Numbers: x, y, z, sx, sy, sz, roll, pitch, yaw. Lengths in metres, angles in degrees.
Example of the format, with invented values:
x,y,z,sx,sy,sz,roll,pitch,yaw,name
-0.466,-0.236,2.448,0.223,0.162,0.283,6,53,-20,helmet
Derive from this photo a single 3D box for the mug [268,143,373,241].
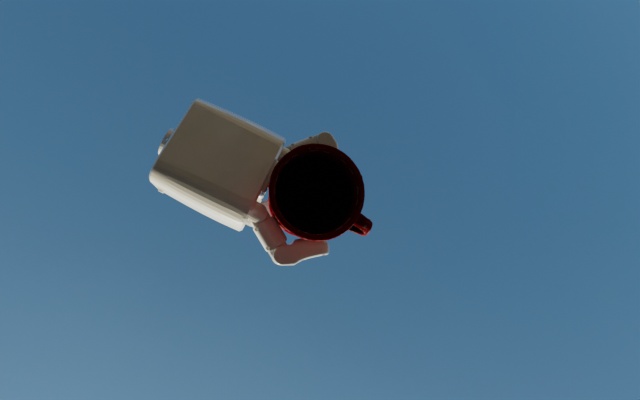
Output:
x,y,z,sx,sy,sz,roll,pitch,yaw,name
0.001,0.002,0.490,0.117,0.093,0.081,28,-11,-7,mug
